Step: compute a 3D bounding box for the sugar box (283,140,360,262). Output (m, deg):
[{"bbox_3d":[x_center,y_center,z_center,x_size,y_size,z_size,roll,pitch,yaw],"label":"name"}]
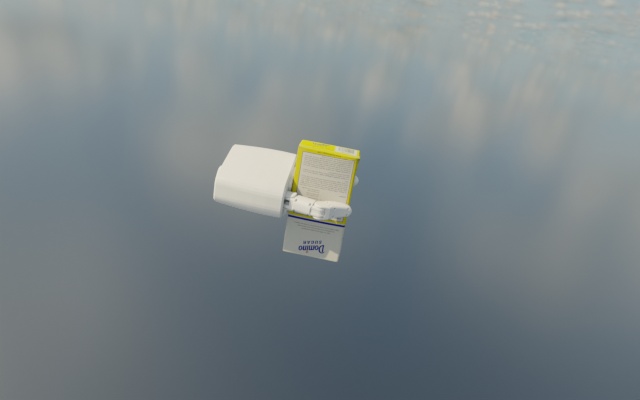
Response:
[{"bbox_3d":[0.000,0.002,0.744,0.093,0.176,0.048,12,23,3],"label":"sugar box"}]
